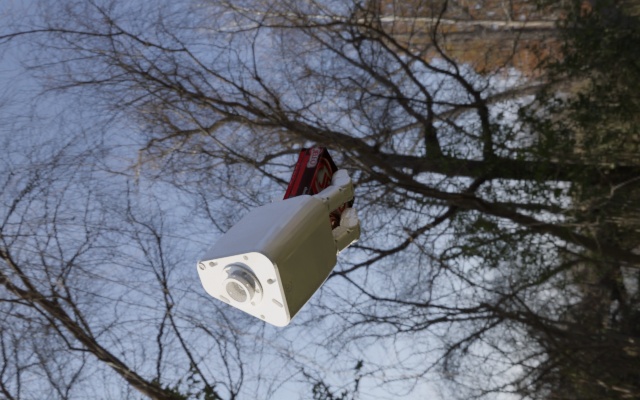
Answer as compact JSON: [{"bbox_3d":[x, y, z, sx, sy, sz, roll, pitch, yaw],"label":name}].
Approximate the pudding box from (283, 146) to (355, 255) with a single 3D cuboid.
[{"bbox_3d":[0.000,0.002,0.595,0.039,0.090,0.114,3,-33,27],"label":"pudding box"}]
